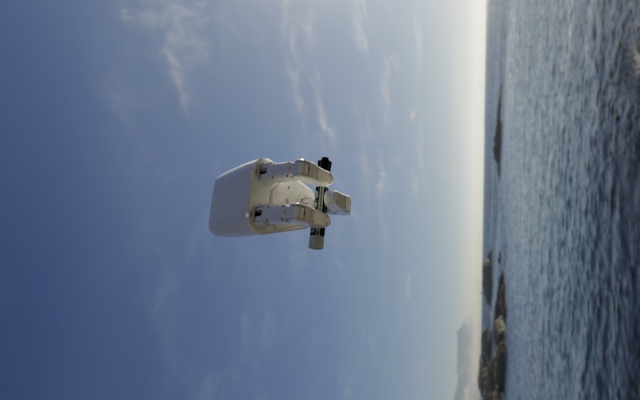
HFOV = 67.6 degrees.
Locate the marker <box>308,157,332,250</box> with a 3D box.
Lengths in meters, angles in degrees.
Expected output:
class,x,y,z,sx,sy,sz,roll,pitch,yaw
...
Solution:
class,x,y,z,sx,sy,sz,roll,pitch,yaw
marker,0.000,0.002,0.610,0.020,0.121,0.020,5,-15,1
